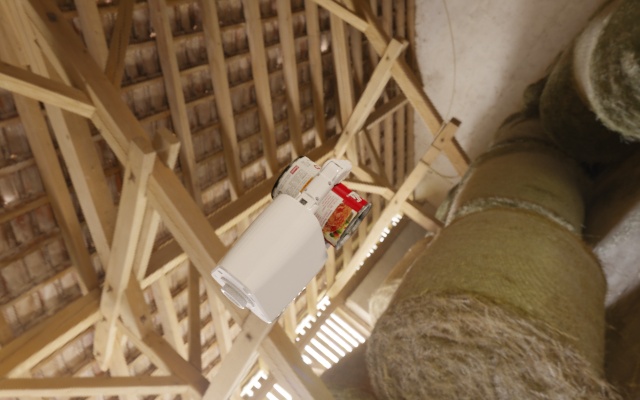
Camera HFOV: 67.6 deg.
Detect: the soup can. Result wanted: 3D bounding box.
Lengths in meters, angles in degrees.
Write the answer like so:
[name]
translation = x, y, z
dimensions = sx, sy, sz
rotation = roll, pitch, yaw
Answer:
[soup can]
translation = 0.000, 0.001, 0.570
dimensions = 0.102, 0.068, 0.068
rotation = 37, 8, 11
